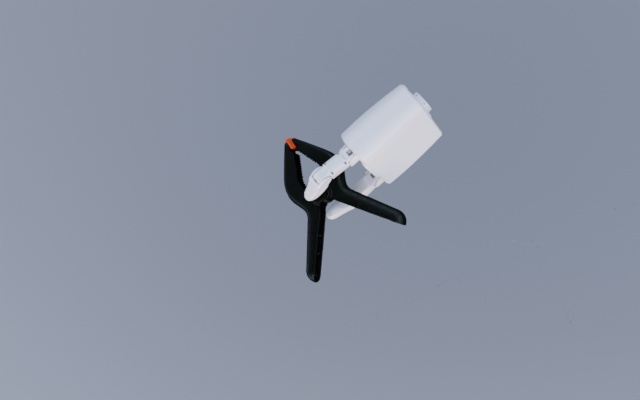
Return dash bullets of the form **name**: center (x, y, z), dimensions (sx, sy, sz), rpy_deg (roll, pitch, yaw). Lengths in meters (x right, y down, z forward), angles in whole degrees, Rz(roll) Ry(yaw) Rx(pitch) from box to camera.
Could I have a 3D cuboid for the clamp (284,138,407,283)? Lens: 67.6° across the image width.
- **clamp**: center (0.000, 0.002, 0.695), dimensions (0.164, 0.210, 0.036), rpy_deg (-41, -18, 12)
